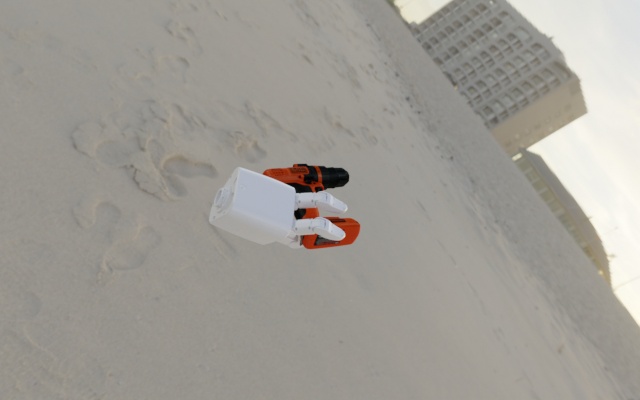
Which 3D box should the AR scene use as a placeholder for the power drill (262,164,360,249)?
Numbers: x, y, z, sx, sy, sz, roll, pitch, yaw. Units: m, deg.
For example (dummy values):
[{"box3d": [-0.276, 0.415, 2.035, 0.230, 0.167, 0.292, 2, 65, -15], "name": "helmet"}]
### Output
[{"box3d": [0.000, 0.003, 0.884, 0.184, 0.057, 0.187, -5, 42, -26], "name": "power drill"}]
